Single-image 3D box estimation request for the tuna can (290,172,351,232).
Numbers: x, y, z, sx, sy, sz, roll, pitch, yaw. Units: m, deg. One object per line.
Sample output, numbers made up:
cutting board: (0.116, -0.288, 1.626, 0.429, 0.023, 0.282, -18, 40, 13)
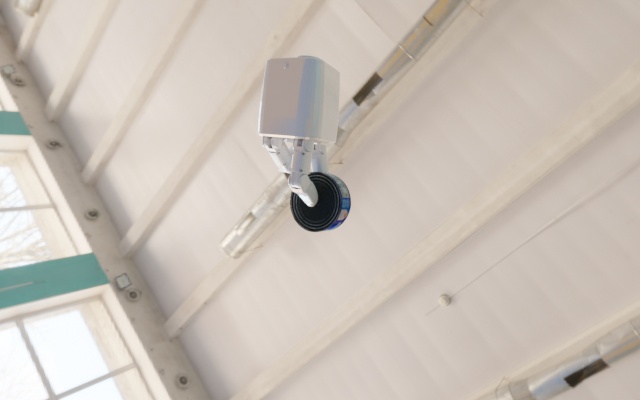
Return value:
tuna can: (0.000, 0.002, 0.687, 0.086, 0.086, 0.034, 0, -1, 32)
